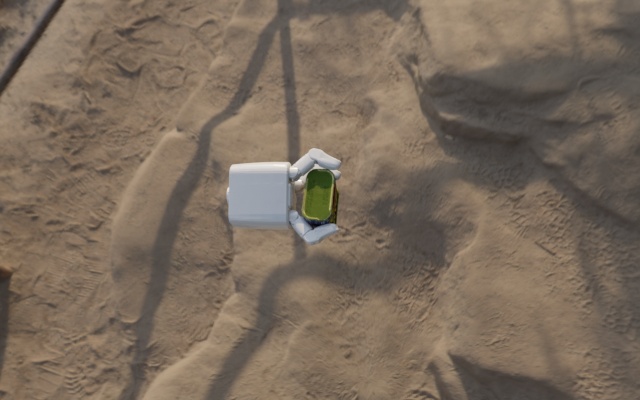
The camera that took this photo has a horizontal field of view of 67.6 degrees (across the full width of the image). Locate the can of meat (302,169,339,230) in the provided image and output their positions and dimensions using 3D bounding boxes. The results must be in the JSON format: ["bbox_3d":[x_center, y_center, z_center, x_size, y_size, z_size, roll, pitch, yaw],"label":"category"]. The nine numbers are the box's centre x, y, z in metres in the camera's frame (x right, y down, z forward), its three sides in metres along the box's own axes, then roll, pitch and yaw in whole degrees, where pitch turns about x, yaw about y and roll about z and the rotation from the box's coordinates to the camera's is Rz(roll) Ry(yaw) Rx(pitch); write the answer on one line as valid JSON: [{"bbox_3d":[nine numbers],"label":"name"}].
[{"bbox_3d":[0.000,0.003,0.856,0.057,0.102,0.084,3,-20,7],"label":"can of meat"}]
